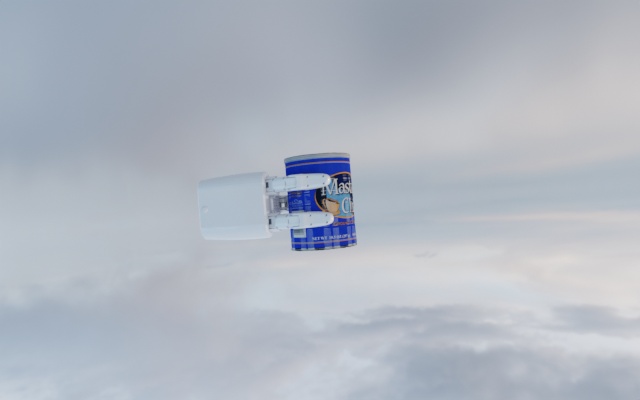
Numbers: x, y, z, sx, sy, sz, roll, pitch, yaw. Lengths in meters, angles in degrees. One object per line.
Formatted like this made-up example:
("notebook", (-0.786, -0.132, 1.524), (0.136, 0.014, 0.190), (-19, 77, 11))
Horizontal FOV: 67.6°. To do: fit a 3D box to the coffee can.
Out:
("coffee can", (0.000, 0.002, 0.737), (0.103, 0.140, 0.103), (-5, -1, 0))
